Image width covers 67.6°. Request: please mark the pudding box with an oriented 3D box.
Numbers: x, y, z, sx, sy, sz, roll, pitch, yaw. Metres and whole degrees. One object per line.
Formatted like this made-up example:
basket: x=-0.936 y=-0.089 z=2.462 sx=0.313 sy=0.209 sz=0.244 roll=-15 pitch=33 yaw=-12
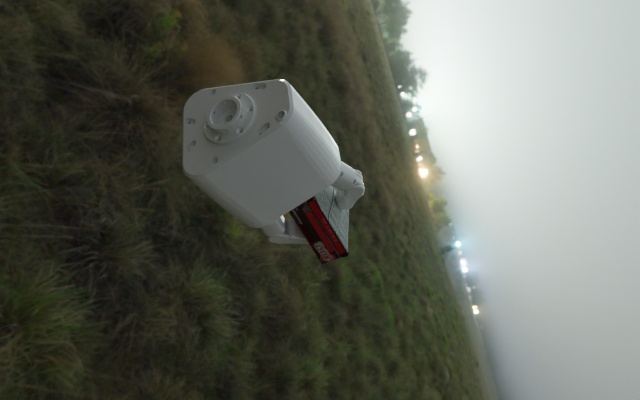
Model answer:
pudding box: x=0.000 y=0.002 z=0.544 sx=0.039 sy=0.090 sz=0.113 roll=-18 pitch=32 yaw=18
